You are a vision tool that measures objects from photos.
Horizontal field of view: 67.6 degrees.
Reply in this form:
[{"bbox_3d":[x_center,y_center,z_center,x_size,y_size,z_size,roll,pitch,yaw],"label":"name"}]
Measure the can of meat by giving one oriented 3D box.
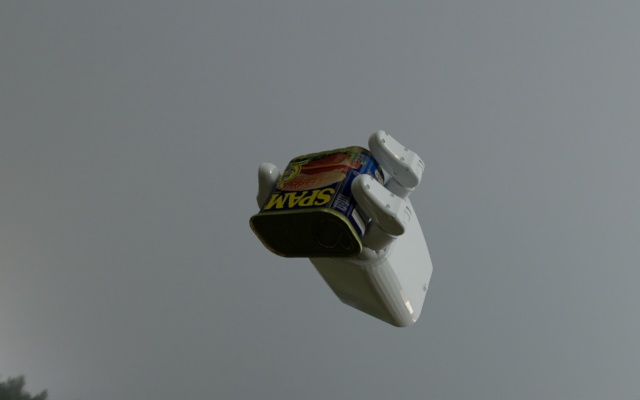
[{"bbox_3d":[0.000,0.001,0.428,0.102,0.084,0.057,-5,-48,35],"label":"can of meat"}]
